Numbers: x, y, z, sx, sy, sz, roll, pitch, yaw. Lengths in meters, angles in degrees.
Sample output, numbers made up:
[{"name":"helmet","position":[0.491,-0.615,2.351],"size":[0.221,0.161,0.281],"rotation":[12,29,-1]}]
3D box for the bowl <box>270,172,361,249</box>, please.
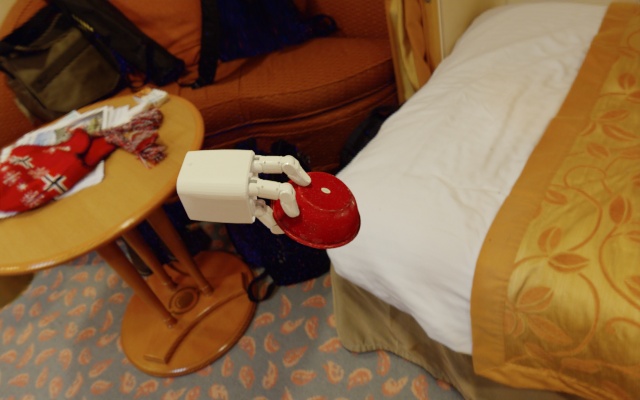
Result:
[{"name":"bowl","position":[0.002,0.002,0.804],"size":[0.162,0.162,0.055],"rotation":[0,-44,-22]}]
